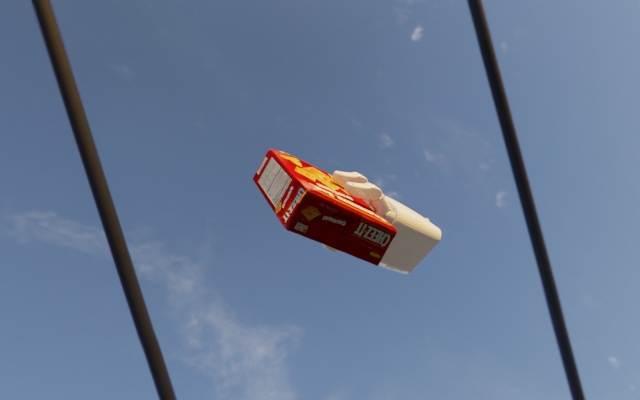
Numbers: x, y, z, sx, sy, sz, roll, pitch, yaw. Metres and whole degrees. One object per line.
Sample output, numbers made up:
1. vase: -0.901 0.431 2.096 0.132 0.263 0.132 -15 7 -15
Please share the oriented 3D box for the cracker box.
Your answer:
1. cracker box: 0.000 0.003 0.752 0.164 0.072 0.213 24 11 -27
